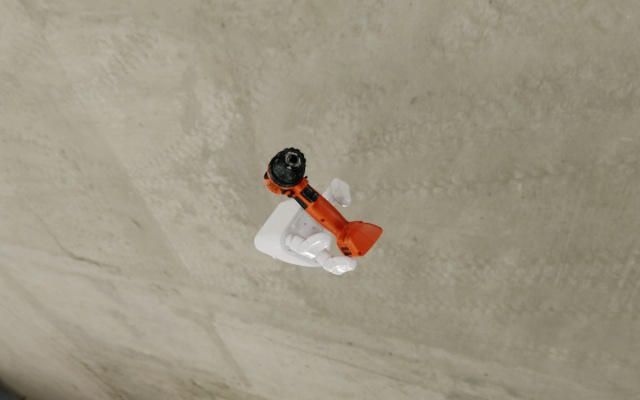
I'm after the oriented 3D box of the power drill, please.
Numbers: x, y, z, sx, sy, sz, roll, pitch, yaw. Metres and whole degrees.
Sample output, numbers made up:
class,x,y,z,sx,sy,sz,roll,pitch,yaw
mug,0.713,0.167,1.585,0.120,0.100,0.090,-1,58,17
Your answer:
class,x,y,z,sx,sy,sz,roll,pitch,yaw
power drill,0.000,0.003,0.693,0.187,0.057,0.184,43,-10,-4
